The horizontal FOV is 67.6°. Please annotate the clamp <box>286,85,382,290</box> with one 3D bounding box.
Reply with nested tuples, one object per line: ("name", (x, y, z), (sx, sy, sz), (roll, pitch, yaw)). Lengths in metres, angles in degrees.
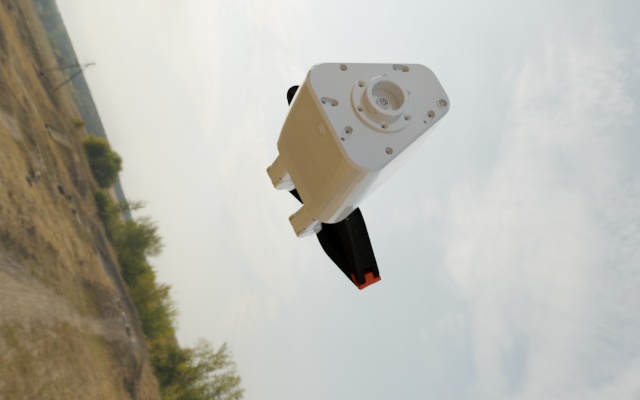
("clamp", (0.001, 0.002, 0.526), (0.036, 0.210, 0.165), (-22, -13, -21))
